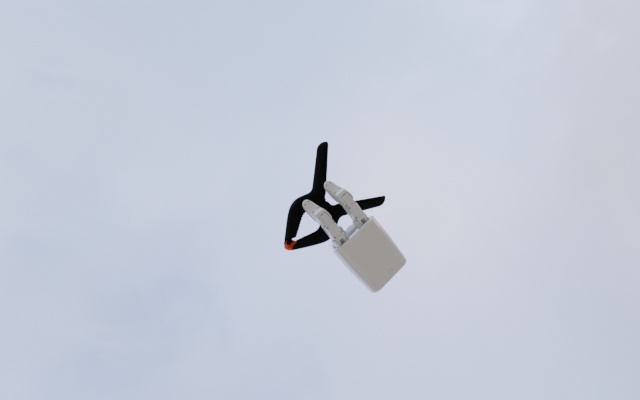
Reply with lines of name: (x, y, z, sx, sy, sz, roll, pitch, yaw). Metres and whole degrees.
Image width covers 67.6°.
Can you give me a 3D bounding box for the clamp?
clamp: (0.000, 0.004, 0.878, 0.210, 0.164, 0.036, -42, 2, -19)
